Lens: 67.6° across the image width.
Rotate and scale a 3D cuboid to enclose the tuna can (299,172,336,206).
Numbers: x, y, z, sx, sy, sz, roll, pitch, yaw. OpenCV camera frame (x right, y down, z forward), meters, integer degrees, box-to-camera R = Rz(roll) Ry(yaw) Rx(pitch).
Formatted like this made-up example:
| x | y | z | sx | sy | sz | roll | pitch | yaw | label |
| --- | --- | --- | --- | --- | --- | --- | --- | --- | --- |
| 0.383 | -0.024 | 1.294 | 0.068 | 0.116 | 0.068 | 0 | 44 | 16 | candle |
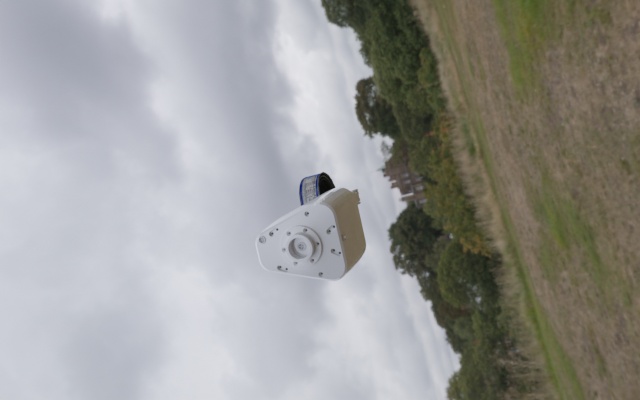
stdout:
| x | y | z | sx | sy | sz | roll | pitch | yaw | label |
| --- | --- | --- | --- | --- | --- | --- | --- | --- | --- |
| 0.000 | 0.002 | 0.721 | 0.034 | 0.086 | 0.086 | -14 | -5 | 20 | tuna can |
